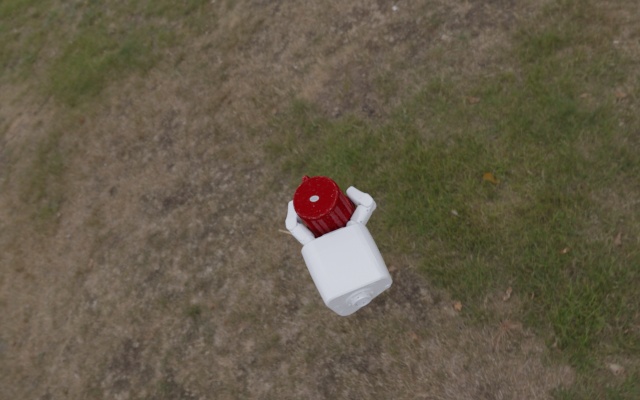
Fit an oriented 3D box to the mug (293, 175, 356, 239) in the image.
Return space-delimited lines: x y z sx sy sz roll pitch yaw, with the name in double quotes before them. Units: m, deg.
"mug" 0.000 0.001 0.807 0.093 0.117 0.081 -31 -34 5
